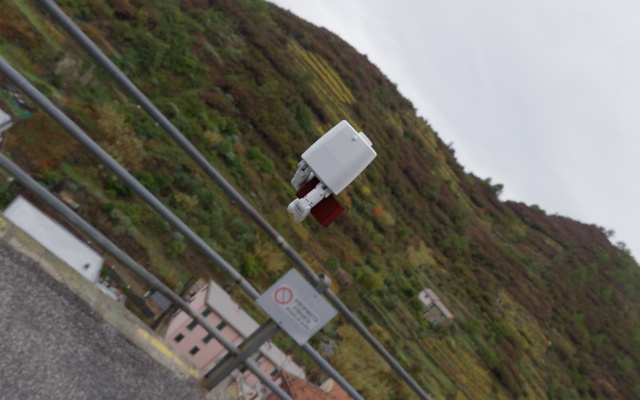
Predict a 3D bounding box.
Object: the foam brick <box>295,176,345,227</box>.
[{"bbox_3d":[0.000,0.003,0.898,0.051,0.078,0.053,-42,-16,3],"label":"foam brick"}]
